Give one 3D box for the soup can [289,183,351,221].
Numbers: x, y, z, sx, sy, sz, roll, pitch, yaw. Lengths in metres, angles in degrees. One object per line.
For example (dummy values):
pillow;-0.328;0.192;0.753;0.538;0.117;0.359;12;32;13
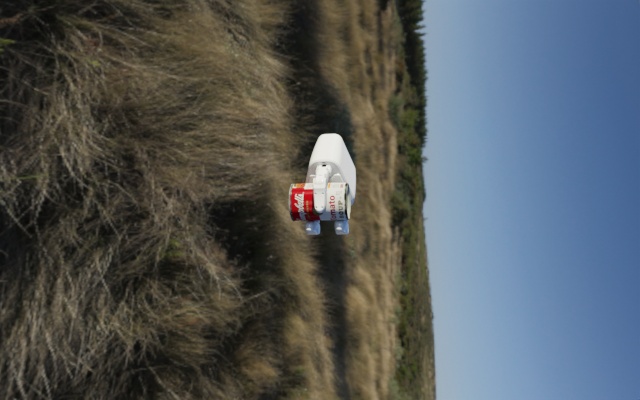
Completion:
soup can;0.000;0.003;0.855;0.102;0.068;0.068;-1;0;9
